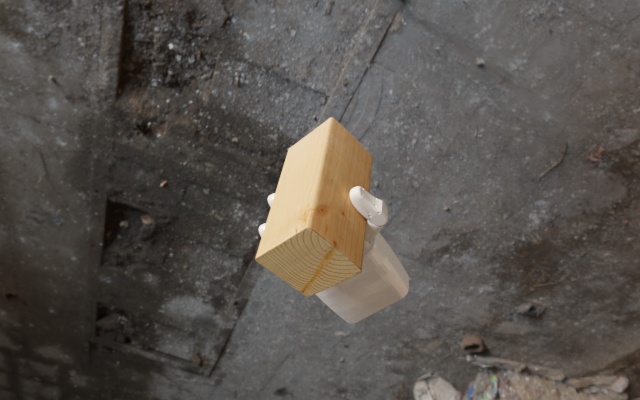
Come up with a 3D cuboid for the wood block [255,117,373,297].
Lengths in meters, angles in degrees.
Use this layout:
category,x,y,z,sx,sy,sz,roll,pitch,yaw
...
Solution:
category,x,y,z,sx,sy,sz,roll,pitch,yaw
wood block,0.001,0.002,0.605,0.091,0.206,0.090,-31,-59,33
